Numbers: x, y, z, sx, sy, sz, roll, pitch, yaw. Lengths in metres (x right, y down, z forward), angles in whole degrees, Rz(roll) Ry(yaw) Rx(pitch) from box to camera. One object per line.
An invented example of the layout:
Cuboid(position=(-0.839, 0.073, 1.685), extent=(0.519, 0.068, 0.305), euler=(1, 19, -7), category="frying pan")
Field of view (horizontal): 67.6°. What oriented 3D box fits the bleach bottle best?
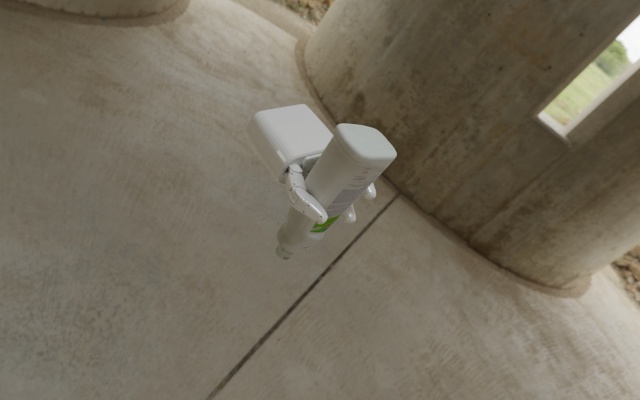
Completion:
Cuboid(position=(0.000, 0.002, 0.704), extent=(0.102, 0.068, 0.251), euler=(-4, -39, -48), category="bleach bottle")
